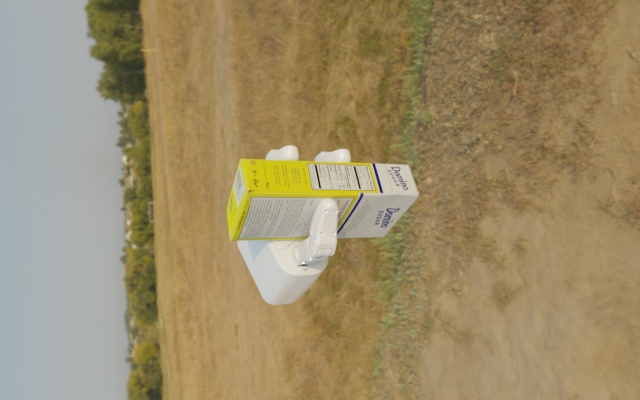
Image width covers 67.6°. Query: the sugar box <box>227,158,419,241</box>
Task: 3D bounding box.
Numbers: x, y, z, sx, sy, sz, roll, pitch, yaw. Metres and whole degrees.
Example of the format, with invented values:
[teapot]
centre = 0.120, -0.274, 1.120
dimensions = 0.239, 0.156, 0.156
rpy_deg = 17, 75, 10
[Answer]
[sugar box]
centre = 0.000, 0.001, 0.488
dimensions = 0.176, 0.048, 0.093
rpy_deg = -1, -31, -22
